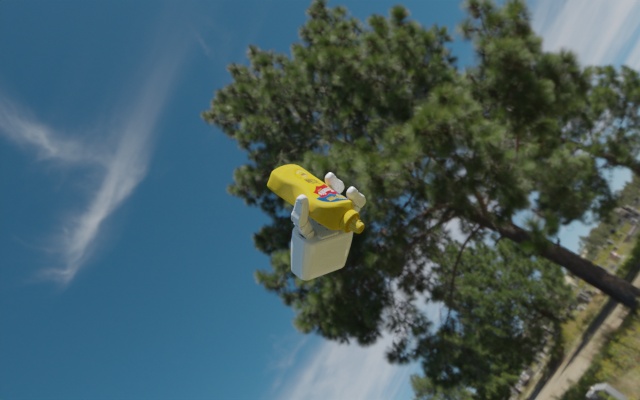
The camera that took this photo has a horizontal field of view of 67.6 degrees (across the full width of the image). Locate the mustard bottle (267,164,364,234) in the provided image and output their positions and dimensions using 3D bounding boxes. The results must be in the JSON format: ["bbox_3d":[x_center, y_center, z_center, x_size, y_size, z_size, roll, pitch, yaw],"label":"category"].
[{"bbox_3d":[0.000,0.002,0.857,0.191,0.058,0.096,35,22,29],"label":"mustard bottle"}]
